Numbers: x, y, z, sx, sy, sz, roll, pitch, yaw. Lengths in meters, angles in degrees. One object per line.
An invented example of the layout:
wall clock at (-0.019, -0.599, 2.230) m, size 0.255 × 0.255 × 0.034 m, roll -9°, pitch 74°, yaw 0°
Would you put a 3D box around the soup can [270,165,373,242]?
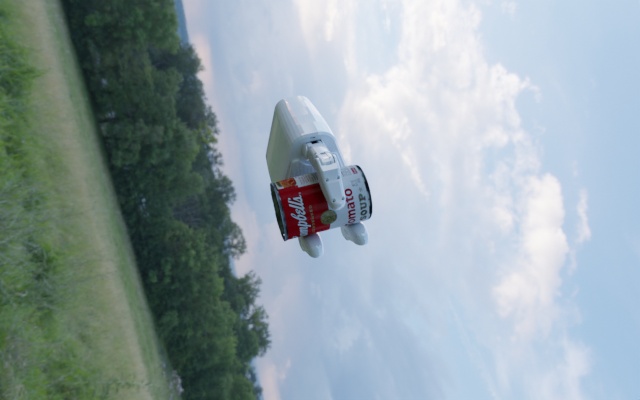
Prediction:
soup can at (0.001, 0.002, 0.543) m, size 0.102 × 0.068 × 0.068 m, roll -13°, pitch 2°, yaw -11°
